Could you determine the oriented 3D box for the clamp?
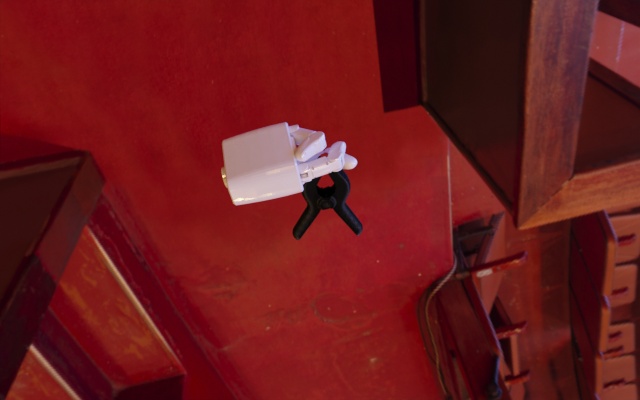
[{"bbox_3d":[0.000,0.003,0.780,0.120,0.172,0.039,-15,37,-1],"label":"clamp"}]
